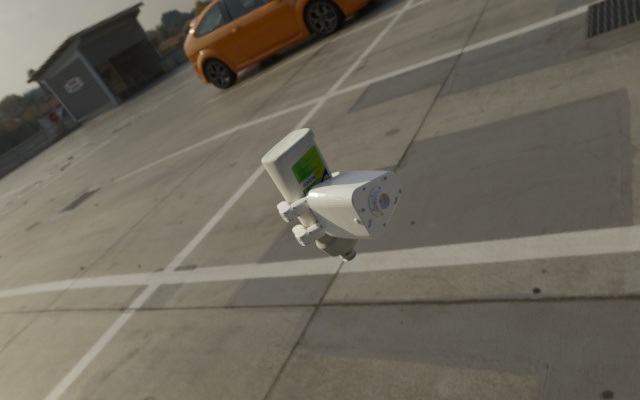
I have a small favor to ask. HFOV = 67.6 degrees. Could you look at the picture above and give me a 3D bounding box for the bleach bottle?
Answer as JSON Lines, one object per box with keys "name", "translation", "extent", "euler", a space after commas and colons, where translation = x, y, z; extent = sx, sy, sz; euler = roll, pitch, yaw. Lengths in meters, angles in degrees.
{"name": "bleach bottle", "translation": [0.000, 0.003, 0.854], "extent": [0.068, 0.251, 0.102], "euler": [1, 40, 51]}
